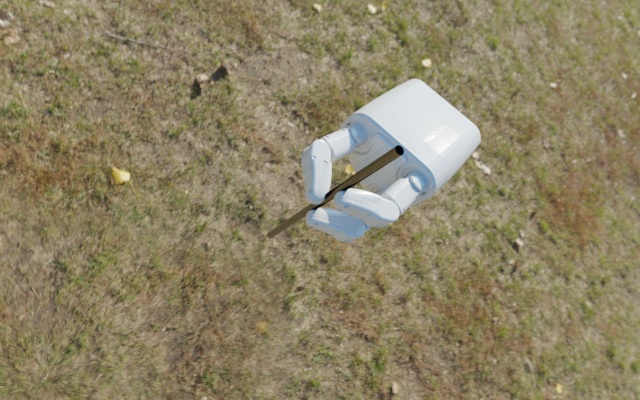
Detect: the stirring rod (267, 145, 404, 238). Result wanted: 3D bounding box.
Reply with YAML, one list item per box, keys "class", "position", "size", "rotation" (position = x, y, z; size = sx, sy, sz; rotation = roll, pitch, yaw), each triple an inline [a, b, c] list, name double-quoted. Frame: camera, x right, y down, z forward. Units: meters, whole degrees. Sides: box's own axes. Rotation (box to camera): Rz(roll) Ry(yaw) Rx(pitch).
- class: "stirring rod"
  position: [0.000, 0.001, 0.444]
  size: [0.011, 0.011, 0.239]
  rotation: [0, -18, -30]
